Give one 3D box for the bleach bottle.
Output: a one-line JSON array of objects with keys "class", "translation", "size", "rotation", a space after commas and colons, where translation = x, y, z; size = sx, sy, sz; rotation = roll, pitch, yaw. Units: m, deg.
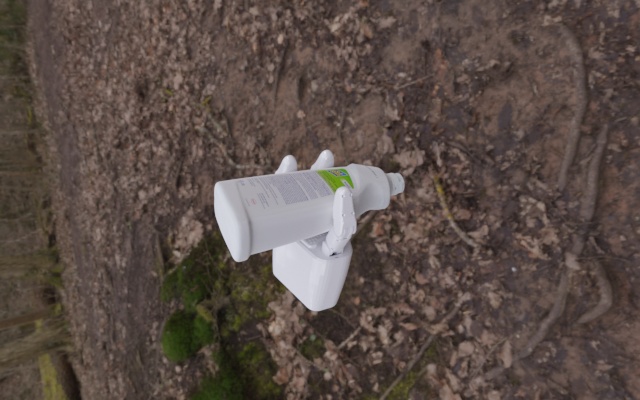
[{"class": "bleach bottle", "translation": [0.000, 0.002, 0.607], "size": [0.251, 0.068, 0.102], "rotation": [-11, 43, -24]}]
